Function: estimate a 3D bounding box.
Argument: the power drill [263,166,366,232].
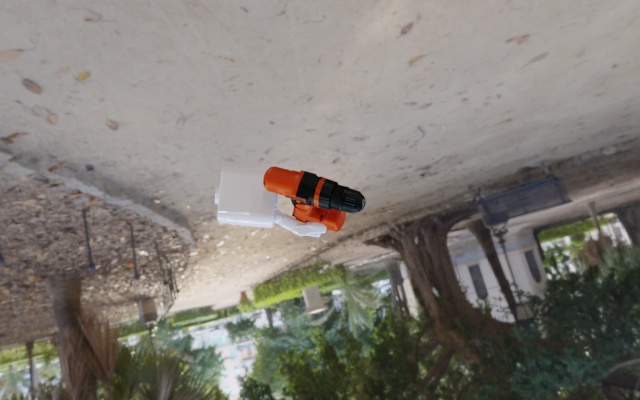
[{"bbox_3d":[0.000,0.003,0.884,0.184,0.057,0.188,18,-16,15],"label":"power drill"}]
